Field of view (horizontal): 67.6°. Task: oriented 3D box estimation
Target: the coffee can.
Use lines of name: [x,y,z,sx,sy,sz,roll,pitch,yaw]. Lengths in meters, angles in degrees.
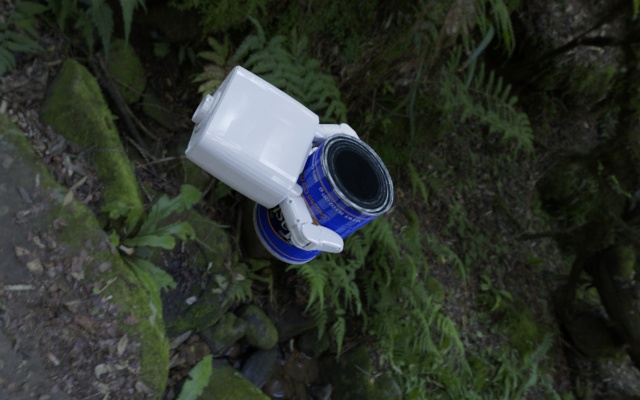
coffee can: [0.000,0.002,0.562,0.103,0.102,0.140,0,-27,-43]
